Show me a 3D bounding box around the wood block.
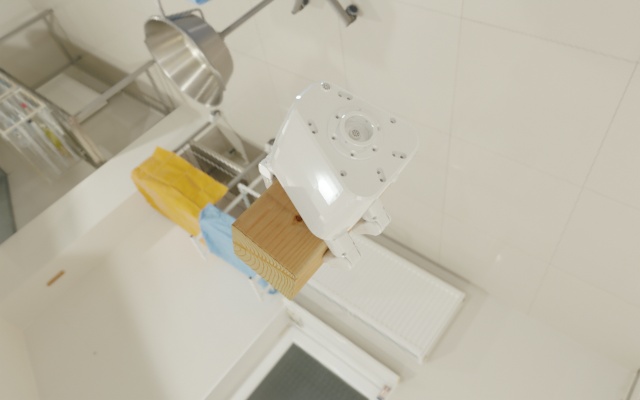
[{"bbox_3d":[0.000,0.002,0.562,0.091,0.206,0.090,37,-26,12],"label":"wood block"}]
